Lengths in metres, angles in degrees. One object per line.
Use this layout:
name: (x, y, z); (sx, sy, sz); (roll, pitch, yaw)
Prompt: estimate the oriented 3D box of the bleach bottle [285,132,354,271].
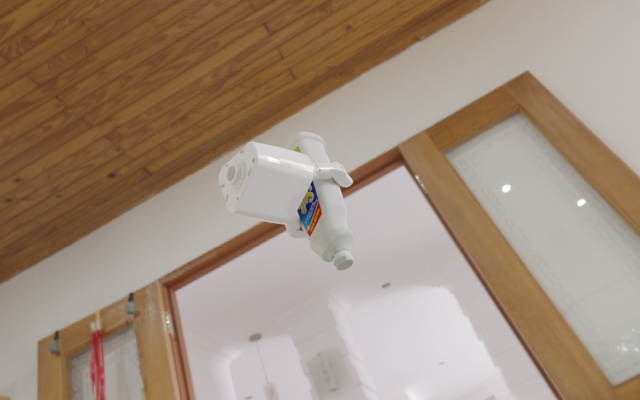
bleach bottle: (0.000, 0.003, 0.806); (0.068, 0.250, 0.103); (11, -49, -39)
